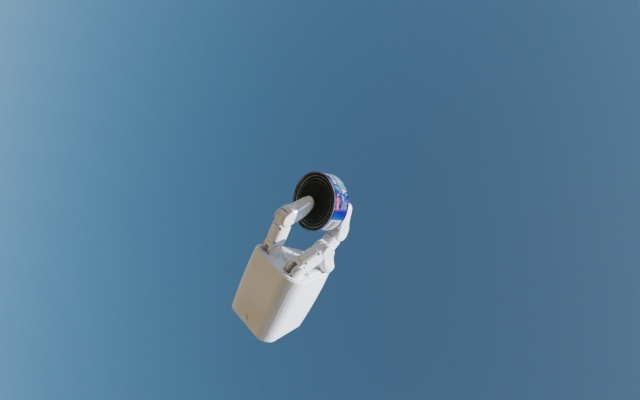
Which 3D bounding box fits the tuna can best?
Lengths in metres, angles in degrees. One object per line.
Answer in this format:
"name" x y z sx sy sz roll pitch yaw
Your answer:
"tuna can" 0.001 0.002 0.693 0.086 0.086 0.034 0 -4 45
